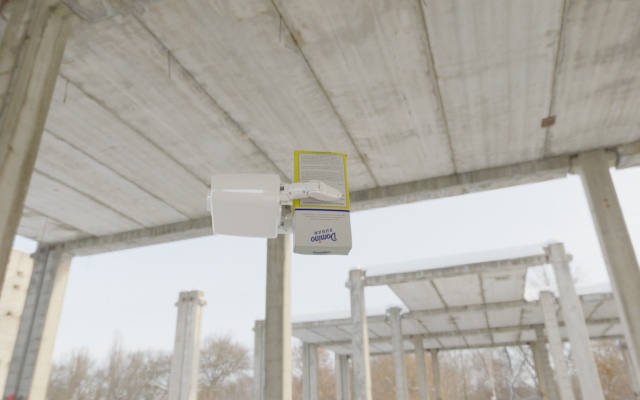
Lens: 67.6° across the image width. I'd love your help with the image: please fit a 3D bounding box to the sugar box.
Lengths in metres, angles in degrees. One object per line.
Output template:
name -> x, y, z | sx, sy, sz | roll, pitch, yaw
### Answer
sugar box -> 0.000, 0.003, 0.791 | 0.093, 0.176, 0.048 | 3, -25, -8
